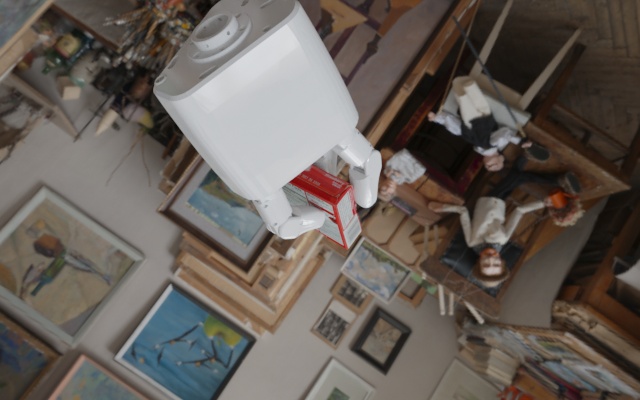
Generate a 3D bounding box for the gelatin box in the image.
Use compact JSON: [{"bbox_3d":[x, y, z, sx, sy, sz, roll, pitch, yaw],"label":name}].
[{"bbox_3d":[0.000,0.002,0.471,0.073,0.030,0.089,29,-23,27],"label":"gelatin box"}]
